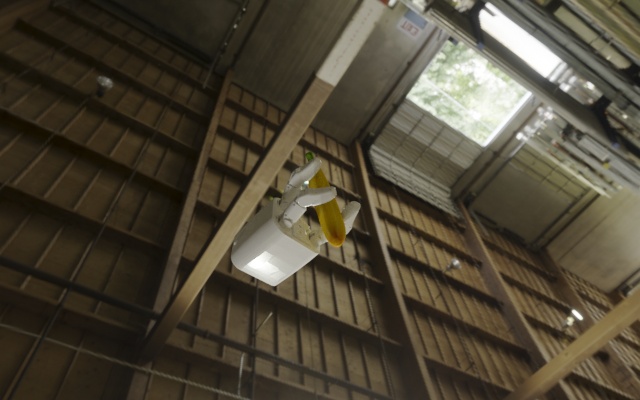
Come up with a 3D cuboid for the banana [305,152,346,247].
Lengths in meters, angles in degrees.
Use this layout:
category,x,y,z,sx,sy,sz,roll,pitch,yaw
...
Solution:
category,x,y,z,sx,sy,sz,roll,pitch,yaw
banana,0.007,0.010,0.775,0.037,0.197,0.070,-28,-41,9
